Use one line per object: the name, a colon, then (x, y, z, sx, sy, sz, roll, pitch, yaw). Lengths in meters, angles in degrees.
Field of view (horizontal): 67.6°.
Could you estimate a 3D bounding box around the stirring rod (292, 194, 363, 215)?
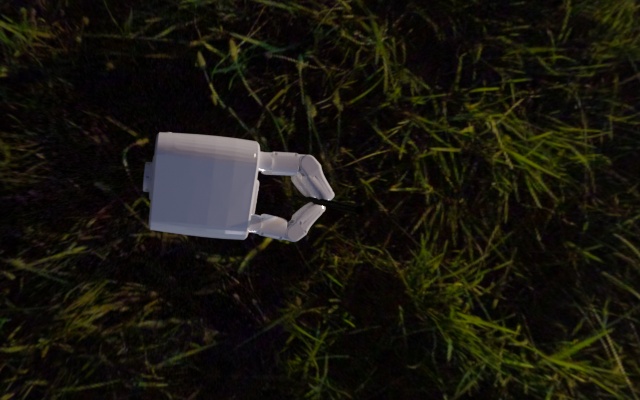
stirring rod: (0.000, 0.002, 0.544, 0.011, 0.011, 0.239, 0, 3, -17)
